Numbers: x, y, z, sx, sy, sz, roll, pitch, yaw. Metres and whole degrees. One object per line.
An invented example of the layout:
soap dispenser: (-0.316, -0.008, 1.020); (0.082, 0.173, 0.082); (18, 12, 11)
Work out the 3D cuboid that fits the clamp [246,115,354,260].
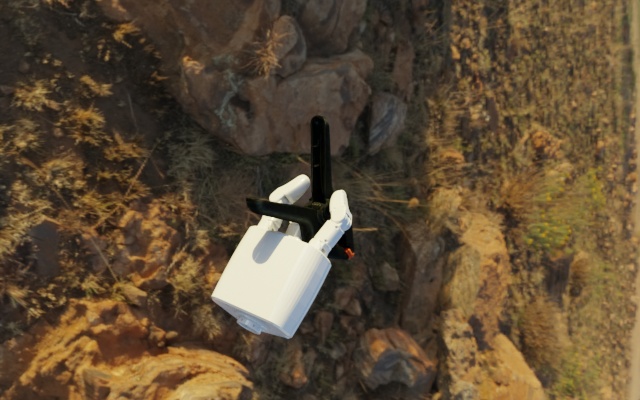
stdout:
clamp: (0.001, 0.003, 0.649); (0.036, 0.164, 0.210); (10, -30, 40)
